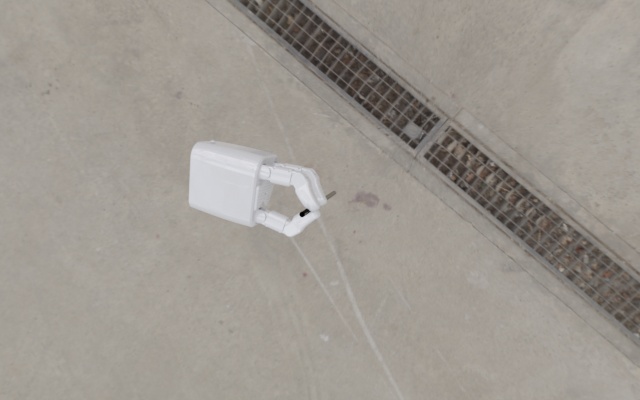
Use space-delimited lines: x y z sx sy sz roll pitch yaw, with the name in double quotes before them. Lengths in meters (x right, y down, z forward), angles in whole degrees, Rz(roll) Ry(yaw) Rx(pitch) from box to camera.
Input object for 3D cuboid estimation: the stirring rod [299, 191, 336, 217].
"stirring rod" 0.000 0.002 0.757 0.011 0.011 0.239 0 8 12
